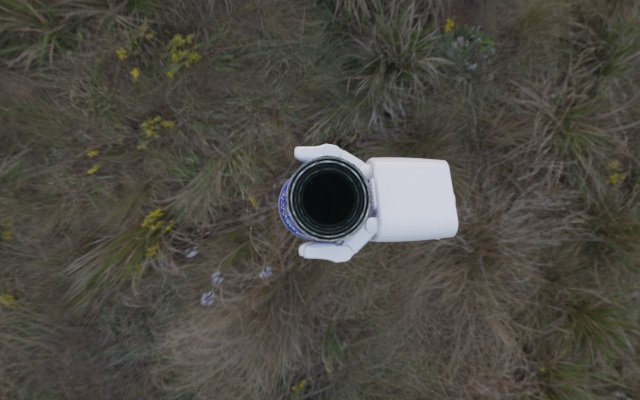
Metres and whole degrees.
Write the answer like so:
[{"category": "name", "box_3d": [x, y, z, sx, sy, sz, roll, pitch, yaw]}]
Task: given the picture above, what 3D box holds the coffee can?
[{"category": "coffee can", "box_3d": [0.000, 0.002, 0.627, 0.103, 0.103, 0.140, 0, -3, -8]}]
